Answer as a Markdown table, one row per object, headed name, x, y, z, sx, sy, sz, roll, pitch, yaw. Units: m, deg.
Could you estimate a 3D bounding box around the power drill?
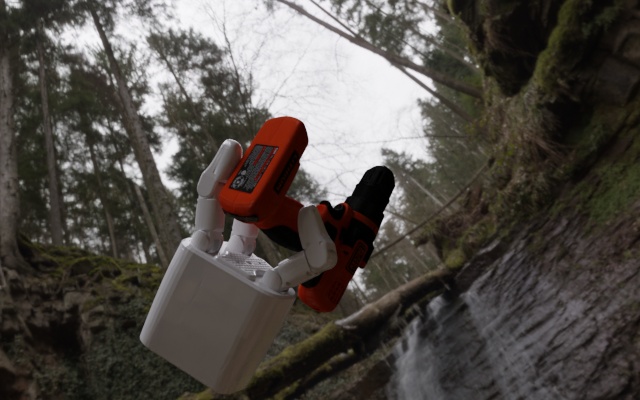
| name | x | y | z | sx | sy | sz | roll | pitch | yaw |
| --- | --- | --- | --- | --- | --- | --- | --- | --- | --- |
| power drill | 0.000 | 0.002 | 0.490 | 0.057 | 0.184 | 0.188 | 8 | -27 | 44 |
